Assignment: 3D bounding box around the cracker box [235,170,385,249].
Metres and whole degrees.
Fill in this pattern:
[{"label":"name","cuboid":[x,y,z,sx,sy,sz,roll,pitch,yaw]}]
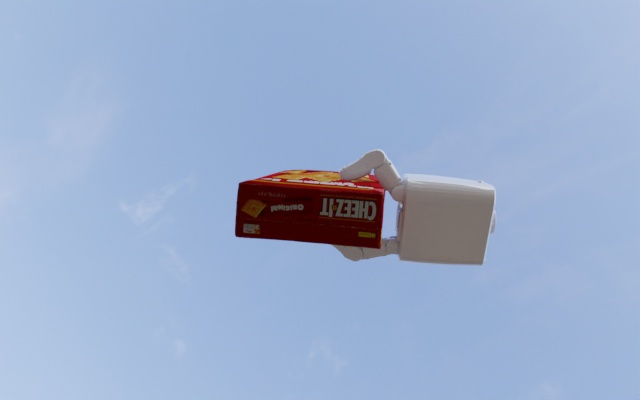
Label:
[{"label":"cracker box","cuboid":[0.000,0.002,0.620,0.164,0.072,0.213,4,7,7]}]
